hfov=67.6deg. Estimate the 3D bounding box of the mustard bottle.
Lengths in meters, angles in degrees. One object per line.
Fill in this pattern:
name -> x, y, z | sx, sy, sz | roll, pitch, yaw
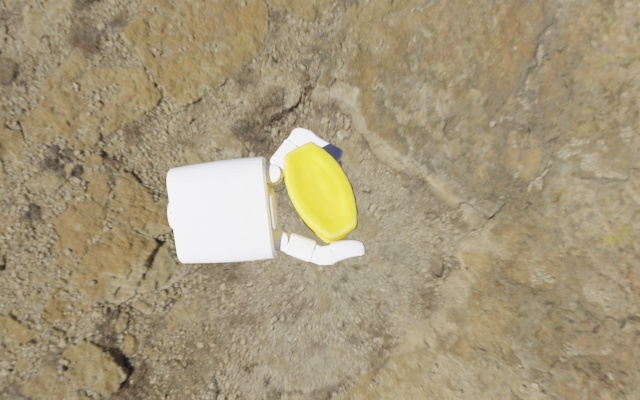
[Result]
mustard bottle -> 0.000, 0.002, 0.538 | 0.058, 0.096, 0.191 | -30, -6, -4
